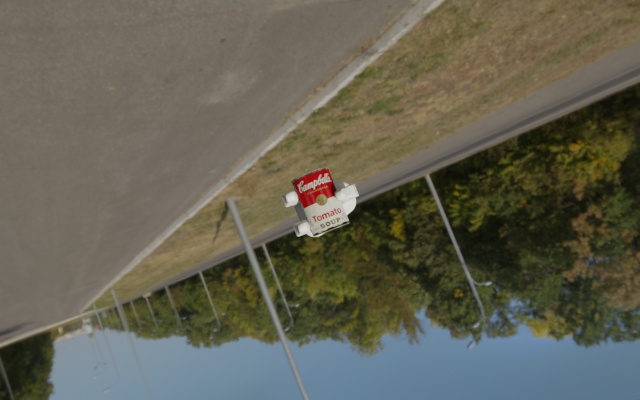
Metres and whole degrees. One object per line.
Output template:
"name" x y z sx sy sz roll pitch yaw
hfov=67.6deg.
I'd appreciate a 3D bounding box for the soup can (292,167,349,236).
"soup can" 0.000 0.003 0.810 0.068 0.102 0.068 -21 -4 -2
